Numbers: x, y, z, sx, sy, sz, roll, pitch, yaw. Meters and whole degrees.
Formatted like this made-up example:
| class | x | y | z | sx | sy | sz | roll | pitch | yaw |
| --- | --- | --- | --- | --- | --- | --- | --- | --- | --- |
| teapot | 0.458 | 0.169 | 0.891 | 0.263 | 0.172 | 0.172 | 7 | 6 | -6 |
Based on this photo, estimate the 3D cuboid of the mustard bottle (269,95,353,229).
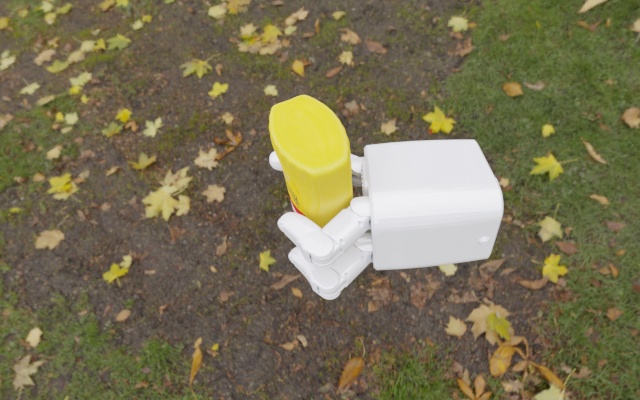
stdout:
| class | x | y | z | sx | sy | sz | roll | pitch | yaw |
| --- | --- | --- | --- | --- | --- | --- | --- | --- | --- |
| mustard bottle | 0.000 | 0.001 | 0.454 | 0.058 | 0.096 | 0.192 | -24 | -37 | -10 |
